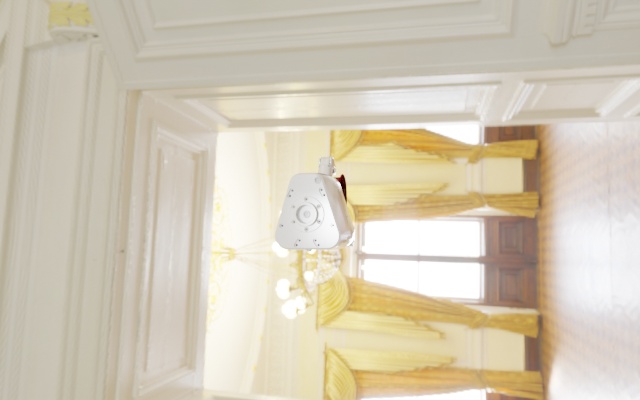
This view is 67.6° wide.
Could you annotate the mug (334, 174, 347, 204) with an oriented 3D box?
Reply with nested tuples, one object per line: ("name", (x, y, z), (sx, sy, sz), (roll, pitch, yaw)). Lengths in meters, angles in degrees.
("mug", (0.000, 0.003, 0.810), (0.081, 0.093, 0.117), (1, -3, 11))
